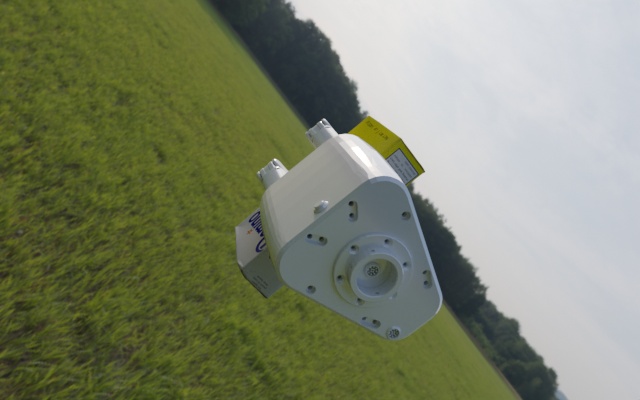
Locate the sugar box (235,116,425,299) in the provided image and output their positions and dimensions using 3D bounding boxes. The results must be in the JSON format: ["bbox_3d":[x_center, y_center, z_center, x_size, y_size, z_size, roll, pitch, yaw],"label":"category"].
[{"bbox_3d":[0.000,0.001,0.438,0.176,0.048,0.093,-38,24,4],"label":"sugar box"}]
